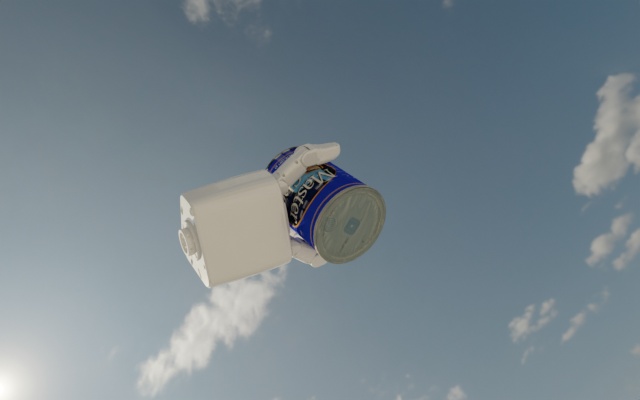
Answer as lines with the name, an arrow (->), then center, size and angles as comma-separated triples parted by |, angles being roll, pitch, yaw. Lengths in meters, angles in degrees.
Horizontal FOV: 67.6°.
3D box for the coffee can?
coffee can -> 0.000, 0.002, 0.613 | 0.103, 0.103, 0.140 | 0, 25, -37
